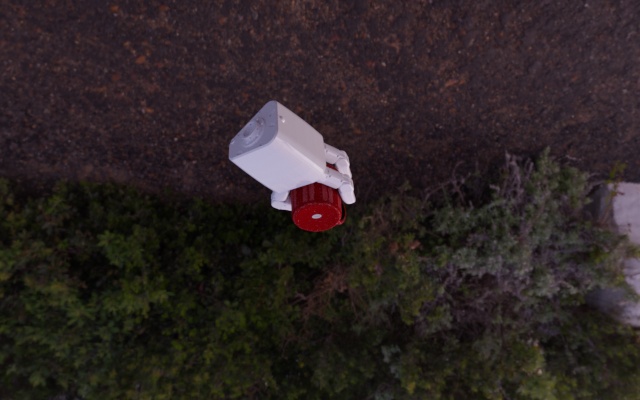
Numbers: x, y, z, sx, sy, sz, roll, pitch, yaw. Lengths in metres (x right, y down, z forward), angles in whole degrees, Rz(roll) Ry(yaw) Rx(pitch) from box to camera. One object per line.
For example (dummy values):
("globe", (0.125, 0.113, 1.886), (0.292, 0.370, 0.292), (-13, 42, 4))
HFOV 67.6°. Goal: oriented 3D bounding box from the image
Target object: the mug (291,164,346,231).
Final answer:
("mug", (0.001, 0.003, 0.801), (0.093, 0.081, 0.117), (-30, -46, 30))
